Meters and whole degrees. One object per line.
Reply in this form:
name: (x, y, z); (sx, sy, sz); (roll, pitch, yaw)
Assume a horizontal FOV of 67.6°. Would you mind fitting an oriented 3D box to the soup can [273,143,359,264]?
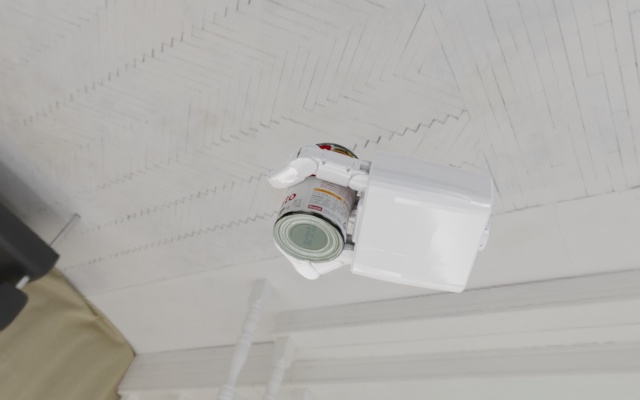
soup can: (0.000, 0.002, 0.460); (0.068, 0.069, 0.102); (0, 42, 17)
